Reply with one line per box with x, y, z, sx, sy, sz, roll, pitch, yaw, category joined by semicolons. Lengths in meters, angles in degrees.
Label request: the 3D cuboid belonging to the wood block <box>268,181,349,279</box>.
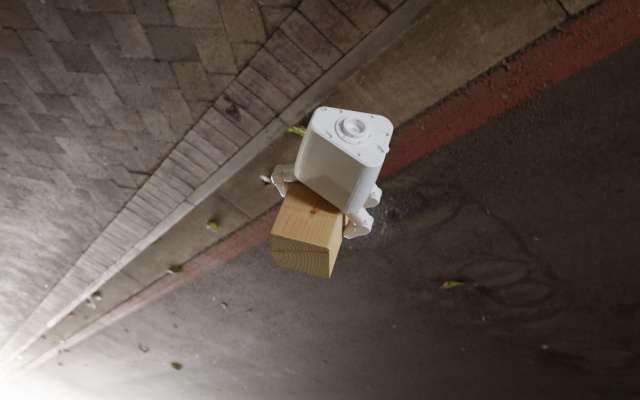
0.000;0.002;0.739;0.091;0.206;0.090;13;-36;11;wood block
